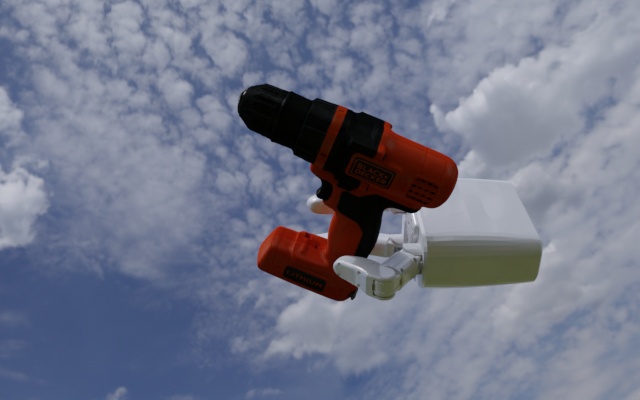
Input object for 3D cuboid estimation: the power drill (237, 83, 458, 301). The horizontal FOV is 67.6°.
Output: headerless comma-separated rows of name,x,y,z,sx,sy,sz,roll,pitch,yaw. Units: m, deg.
power drill,0.000,0.002,0.426,0.184,0.188,0.057,23,43,-1
